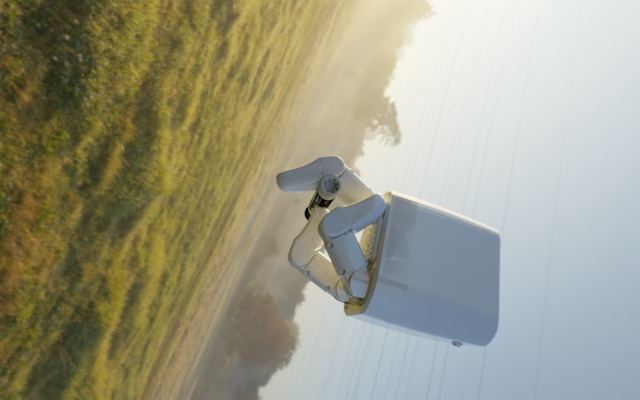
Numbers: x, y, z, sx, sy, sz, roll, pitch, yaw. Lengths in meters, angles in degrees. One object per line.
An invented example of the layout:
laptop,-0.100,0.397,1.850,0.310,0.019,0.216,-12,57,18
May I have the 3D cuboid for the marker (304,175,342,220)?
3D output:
marker,0.000,0.001,0.453,0.020,0.020,0.121,0,-14,-9
